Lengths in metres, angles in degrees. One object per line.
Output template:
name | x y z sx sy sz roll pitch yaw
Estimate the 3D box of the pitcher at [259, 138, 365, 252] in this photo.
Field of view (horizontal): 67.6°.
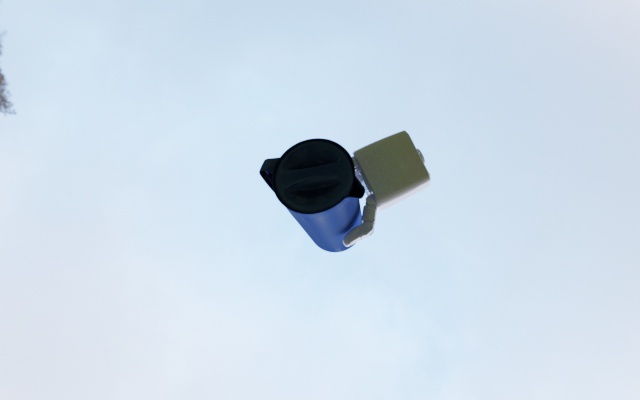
pitcher | 0.000 0.003 0.848 0.145 0.149 0.243 -26 -27 -1
